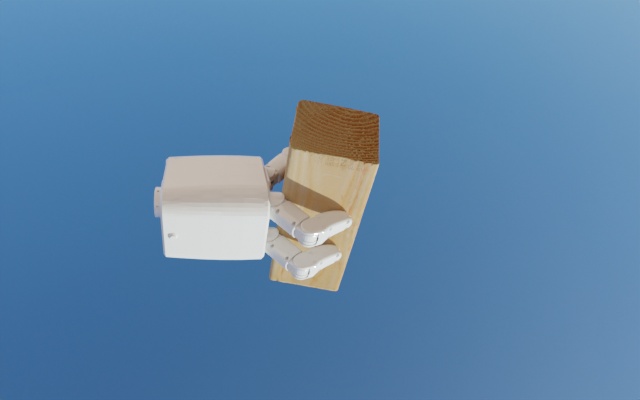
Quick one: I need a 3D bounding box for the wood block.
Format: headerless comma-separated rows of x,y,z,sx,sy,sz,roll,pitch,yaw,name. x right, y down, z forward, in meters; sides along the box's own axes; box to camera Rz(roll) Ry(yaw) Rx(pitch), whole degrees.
0.000,0.002,0.550,0.090,0.206,0.090,10,43,-3,wood block
